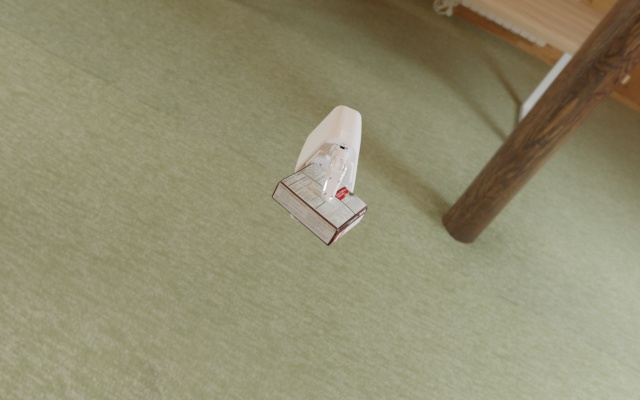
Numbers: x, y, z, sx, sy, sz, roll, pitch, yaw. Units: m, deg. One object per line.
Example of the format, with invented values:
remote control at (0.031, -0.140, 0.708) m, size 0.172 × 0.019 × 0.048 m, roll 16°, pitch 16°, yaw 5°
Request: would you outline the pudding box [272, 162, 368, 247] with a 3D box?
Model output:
pudding box at (0.000, 0.002, 0.690) m, size 0.113 × 0.039 × 0.090 m, roll 39°, pitch 39°, yaw 15°
